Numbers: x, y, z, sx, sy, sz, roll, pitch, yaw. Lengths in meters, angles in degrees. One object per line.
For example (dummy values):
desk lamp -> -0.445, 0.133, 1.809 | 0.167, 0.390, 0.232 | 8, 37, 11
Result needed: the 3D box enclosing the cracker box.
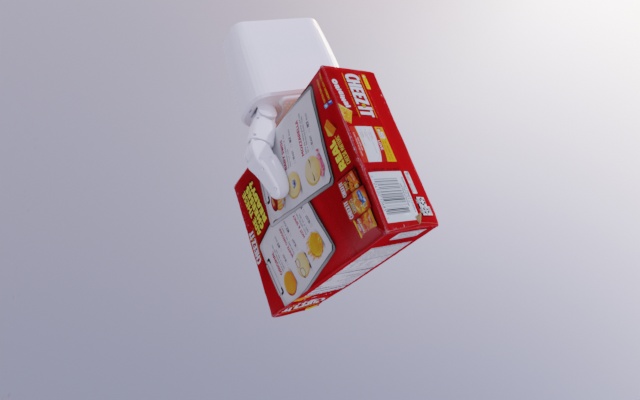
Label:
cracker box -> 0.000, 0.001, 0.476 | 0.072, 0.164, 0.214 | -4, -26, -35
